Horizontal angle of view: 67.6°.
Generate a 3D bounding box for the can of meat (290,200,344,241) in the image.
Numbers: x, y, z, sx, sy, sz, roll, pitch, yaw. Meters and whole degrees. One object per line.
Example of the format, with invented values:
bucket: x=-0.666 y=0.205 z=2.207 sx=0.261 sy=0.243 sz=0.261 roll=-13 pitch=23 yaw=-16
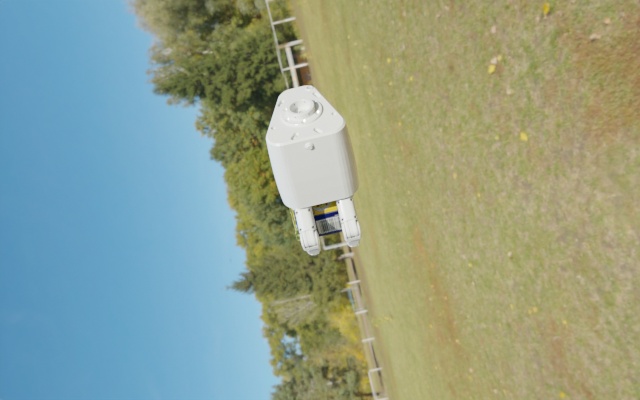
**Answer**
can of meat: x=0.000 y=0.002 z=0.665 sx=0.084 sy=0.102 sz=0.057 roll=-13 pitch=-41 yaw=1
